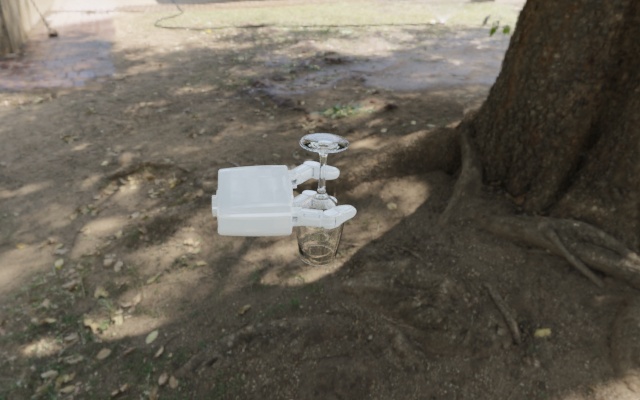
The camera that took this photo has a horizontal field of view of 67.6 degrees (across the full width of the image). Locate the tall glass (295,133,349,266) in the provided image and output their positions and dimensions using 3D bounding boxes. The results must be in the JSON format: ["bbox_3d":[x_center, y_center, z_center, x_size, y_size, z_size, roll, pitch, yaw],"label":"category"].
[{"bbox_3d":[0.000,0.002,0.745,0.079,0.201,0.079,2,28,-1],"label":"tall glass"}]
